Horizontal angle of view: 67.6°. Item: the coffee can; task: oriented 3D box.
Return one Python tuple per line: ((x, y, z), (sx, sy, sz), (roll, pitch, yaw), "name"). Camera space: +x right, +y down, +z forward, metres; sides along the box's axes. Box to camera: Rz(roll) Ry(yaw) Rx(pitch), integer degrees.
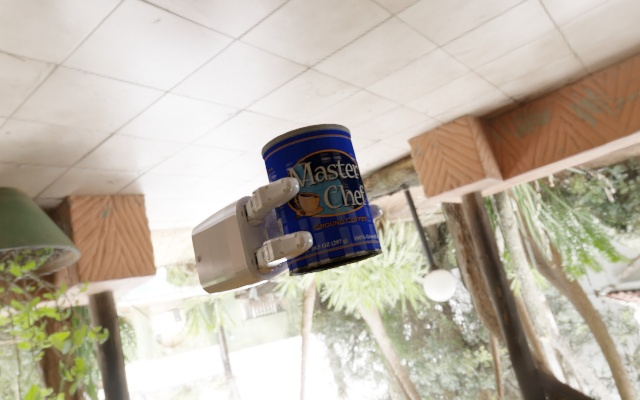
((0.000, 0.001, 0.519), (0.103, 0.140, 0.103), (-13, -12, -3), "coffee can")
